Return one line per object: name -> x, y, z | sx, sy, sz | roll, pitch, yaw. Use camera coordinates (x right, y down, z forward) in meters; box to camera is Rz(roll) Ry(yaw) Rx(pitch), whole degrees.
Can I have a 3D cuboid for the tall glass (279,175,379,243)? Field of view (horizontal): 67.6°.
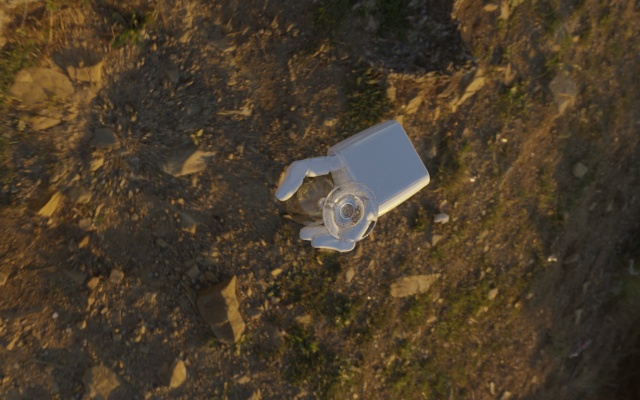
tall glass -> 0.000, 0.002, 0.660 | 0.079, 0.079, 0.201 | 0, 7, -22
